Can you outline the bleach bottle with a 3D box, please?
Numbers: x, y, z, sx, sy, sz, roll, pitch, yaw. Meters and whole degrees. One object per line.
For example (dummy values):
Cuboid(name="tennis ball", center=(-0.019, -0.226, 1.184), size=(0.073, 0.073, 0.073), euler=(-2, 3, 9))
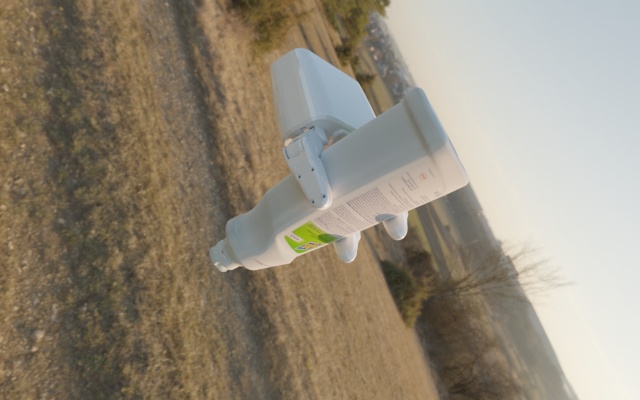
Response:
Cuboid(name="bleach bottle", center=(0.000, 0.001, 0.437), size=(0.251, 0.068, 0.103), euler=(-27, -35, 18))
